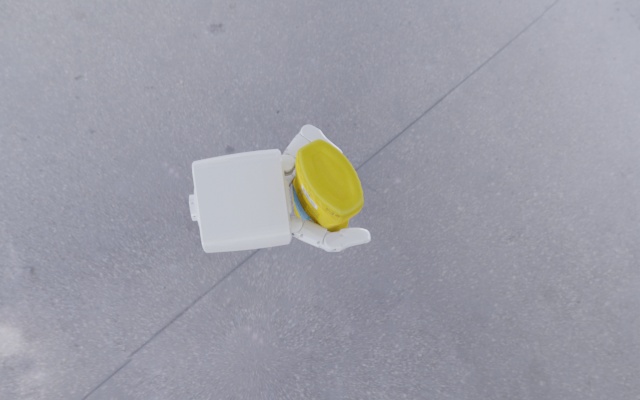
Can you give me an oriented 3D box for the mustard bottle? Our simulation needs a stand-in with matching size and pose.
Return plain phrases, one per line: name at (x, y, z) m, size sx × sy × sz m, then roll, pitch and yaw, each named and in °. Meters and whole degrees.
mustard bottle at (0.000, 0.002, 0.615) m, size 0.058 × 0.096 × 0.192 m, roll -32°, pitch -12°, yaw -16°
